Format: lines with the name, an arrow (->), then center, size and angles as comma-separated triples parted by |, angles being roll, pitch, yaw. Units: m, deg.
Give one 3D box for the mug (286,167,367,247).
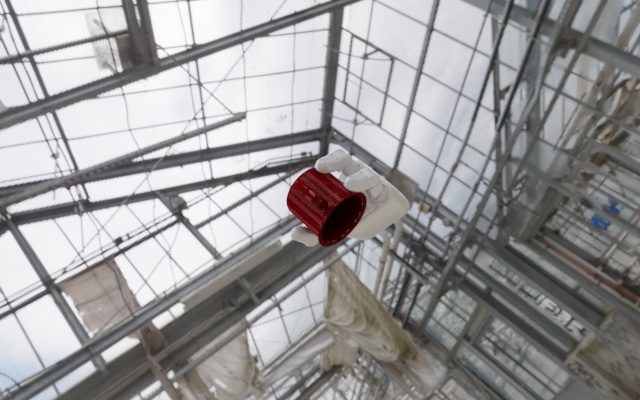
mug -> -0.001, 0.002, 0.672 | 0.081, 0.093, 0.117 | 40, 5, 29
